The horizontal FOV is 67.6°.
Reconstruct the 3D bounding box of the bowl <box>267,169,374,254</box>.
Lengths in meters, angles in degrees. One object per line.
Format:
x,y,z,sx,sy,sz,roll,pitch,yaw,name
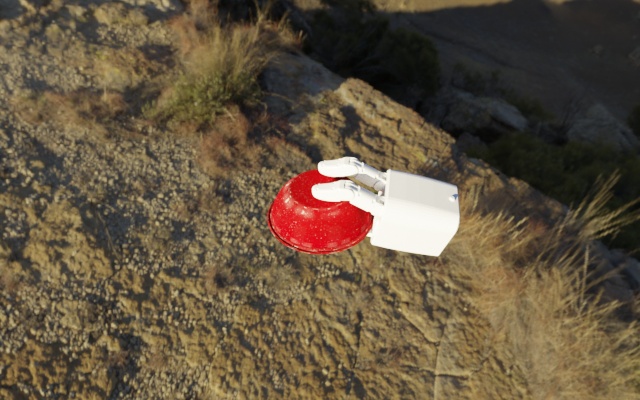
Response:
-0.001,0.002,0.705,0.162,0.055,0.162,-1,41,1,bowl
